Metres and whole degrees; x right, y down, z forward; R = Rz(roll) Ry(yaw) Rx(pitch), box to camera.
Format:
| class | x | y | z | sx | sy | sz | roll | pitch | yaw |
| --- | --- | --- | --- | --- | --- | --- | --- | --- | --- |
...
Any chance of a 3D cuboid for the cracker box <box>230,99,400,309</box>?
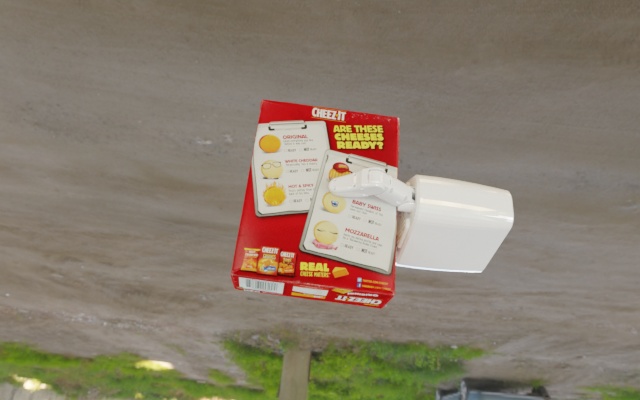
| class | x | y | z | sx | sy | sz | roll | pitch | yaw |
| --- | --- | --- | --- | --- | --- | --- | --- | --- | --- |
| cracker box | 0.000 | 0.002 | 0.534 | 0.164 | 0.213 | 0.072 | 7 | -27 | -3 |
